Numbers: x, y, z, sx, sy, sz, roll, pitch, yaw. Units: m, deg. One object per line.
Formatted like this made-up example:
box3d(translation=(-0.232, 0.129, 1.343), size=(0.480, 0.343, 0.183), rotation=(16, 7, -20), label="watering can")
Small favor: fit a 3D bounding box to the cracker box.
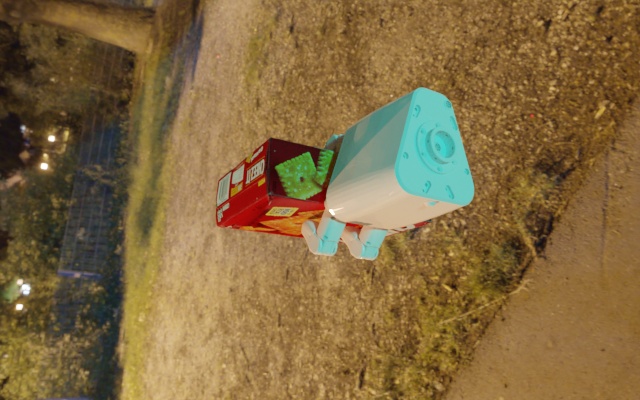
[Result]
box3d(translation=(0.000, 0.002, 0.581), size=(0.214, 0.072, 0.164), rotation=(11, -19, -29), label="cracker box")
